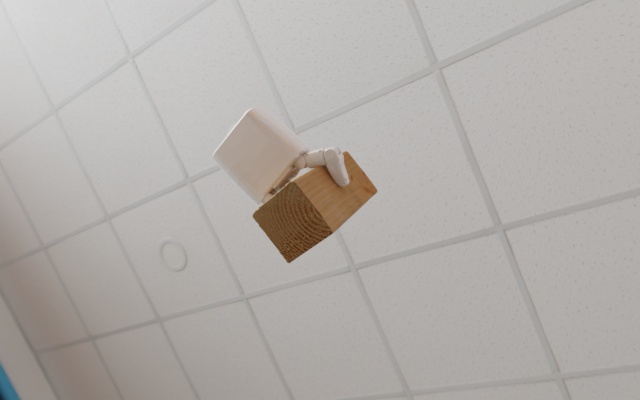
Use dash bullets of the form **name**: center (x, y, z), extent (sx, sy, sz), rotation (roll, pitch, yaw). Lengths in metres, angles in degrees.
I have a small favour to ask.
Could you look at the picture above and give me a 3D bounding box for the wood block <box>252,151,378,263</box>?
- **wood block**: center (0.000, 0.002, 0.732), extent (0.091, 0.090, 0.206), rotation (-38, -1, 29)
